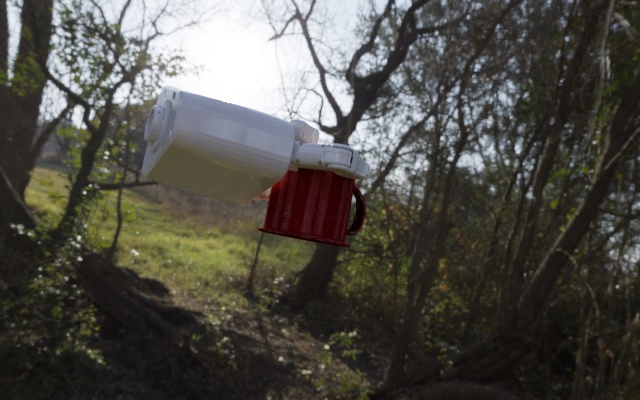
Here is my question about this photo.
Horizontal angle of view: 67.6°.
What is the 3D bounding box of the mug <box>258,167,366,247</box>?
[{"bbox_3d":[0.001,0.002,0.488,0.117,0.081,0.093,14,-7,-32],"label":"mug"}]
